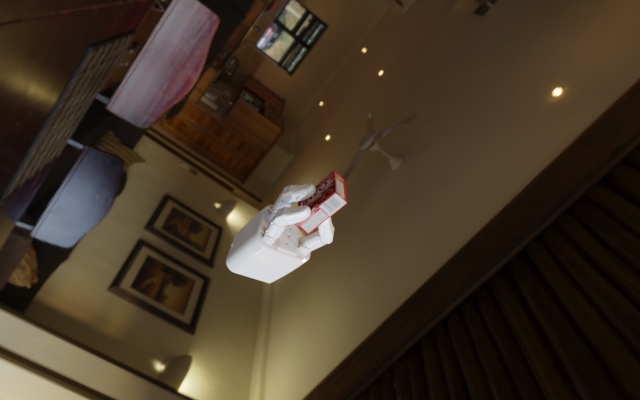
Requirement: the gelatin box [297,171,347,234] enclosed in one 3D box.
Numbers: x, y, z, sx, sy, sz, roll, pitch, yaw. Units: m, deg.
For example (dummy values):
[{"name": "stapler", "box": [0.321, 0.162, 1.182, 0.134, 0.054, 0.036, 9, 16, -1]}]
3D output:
[{"name": "gelatin box", "box": [0.001, 0.003, 0.775, 0.089, 0.030, 0.073, -40, 24, 21]}]
